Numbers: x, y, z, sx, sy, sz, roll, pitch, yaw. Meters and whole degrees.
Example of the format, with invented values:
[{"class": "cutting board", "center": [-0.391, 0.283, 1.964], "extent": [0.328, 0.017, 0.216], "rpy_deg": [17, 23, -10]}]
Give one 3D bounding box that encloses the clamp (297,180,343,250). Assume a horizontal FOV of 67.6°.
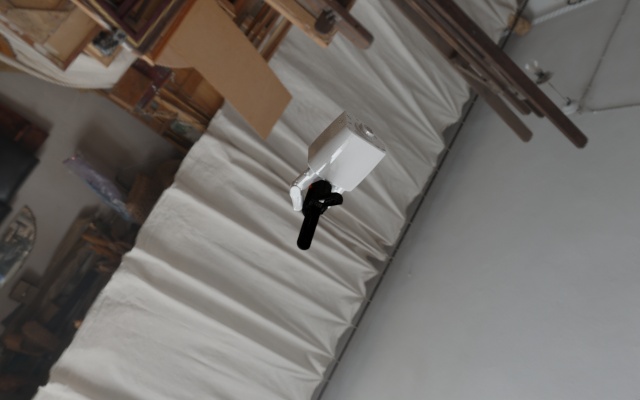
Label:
[{"class": "clamp", "center": [0.001, 0.003, 0.865], "extent": [0.039, 0.120, 0.171], "rpy_deg": [35, 26, -20]}]
